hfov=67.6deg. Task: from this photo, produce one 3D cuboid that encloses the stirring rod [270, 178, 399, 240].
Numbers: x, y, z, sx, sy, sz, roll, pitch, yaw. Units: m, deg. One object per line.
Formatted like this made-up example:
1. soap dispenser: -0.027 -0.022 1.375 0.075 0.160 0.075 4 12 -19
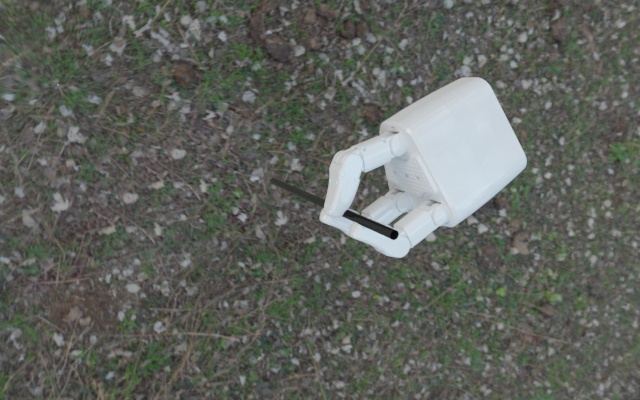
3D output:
1. stirring rod: 0.000 0.001 0.468 0.011 0.011 0.239 0 12 -29
